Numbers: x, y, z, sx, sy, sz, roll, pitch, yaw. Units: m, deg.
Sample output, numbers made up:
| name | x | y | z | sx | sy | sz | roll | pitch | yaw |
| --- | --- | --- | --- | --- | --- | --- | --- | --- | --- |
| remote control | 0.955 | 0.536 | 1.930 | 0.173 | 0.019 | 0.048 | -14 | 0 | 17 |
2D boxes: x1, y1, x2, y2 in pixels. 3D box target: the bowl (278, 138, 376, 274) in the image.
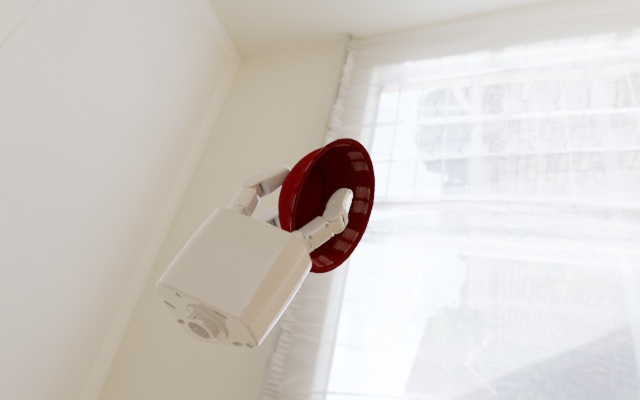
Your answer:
| name | x | y | z | sx | sy | sz | roll | pitch | yaw |
| --- | --- | --- | --- | --- | --- | --- | --- | --- | --- |
| bowl | 0.001 | 0.001 | 0.570 | 0.055 | 0.162 | 0.162 | 17 | 10 | 36 |
